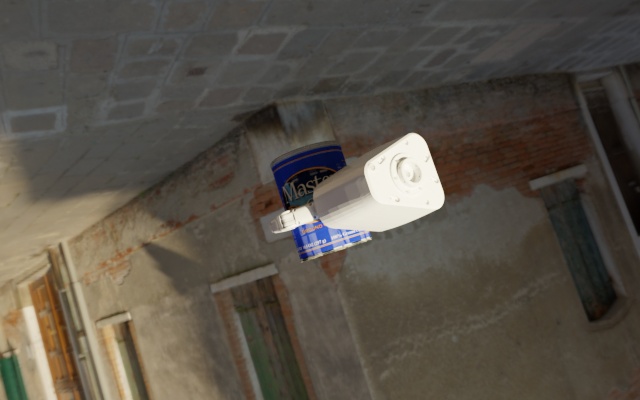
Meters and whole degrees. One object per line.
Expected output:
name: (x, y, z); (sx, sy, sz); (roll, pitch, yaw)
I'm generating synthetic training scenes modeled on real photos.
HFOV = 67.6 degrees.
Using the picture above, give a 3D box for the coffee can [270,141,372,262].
coffee can: (0.000, 0.002, 0.654); (0.103, 0.140, 0.103); (-18, -6, -2)
